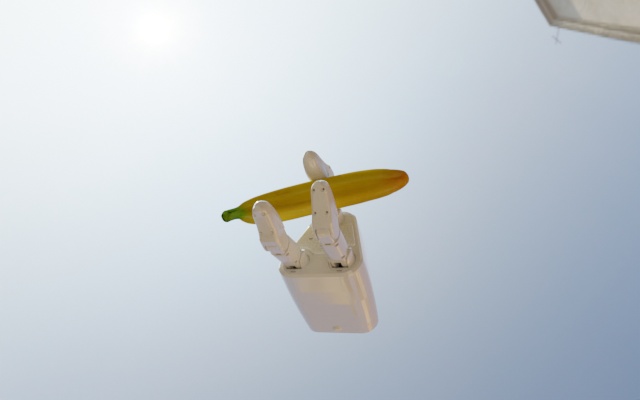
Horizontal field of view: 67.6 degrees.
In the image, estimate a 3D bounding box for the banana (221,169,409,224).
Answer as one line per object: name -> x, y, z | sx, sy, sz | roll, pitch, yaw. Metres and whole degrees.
banana -> -0.004, -0.002, 0.521 | 0.198, 0.037, 0.069 | -14, 13, 1
